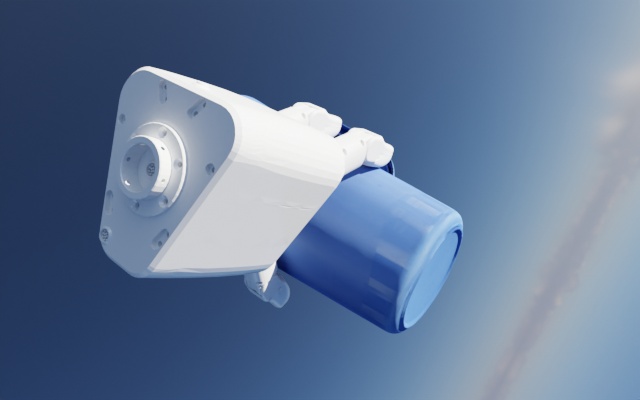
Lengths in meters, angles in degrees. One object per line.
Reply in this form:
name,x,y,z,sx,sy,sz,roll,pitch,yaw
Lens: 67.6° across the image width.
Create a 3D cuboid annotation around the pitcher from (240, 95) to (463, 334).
pitcher,0.000,0.001,0.427,0.242,0.149,0.145,29,7,28
